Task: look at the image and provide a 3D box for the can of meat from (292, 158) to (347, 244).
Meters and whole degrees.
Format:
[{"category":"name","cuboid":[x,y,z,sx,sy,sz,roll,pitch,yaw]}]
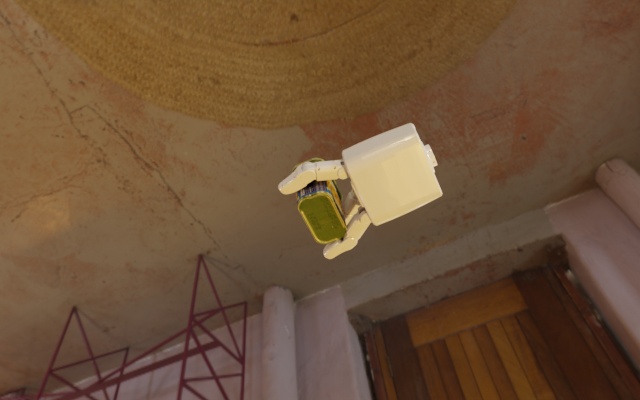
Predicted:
[{"category":"can of meat","cuboid":[0.000,0.002,0.714,0.057,0.102,0.084,-21,38,9]}]
